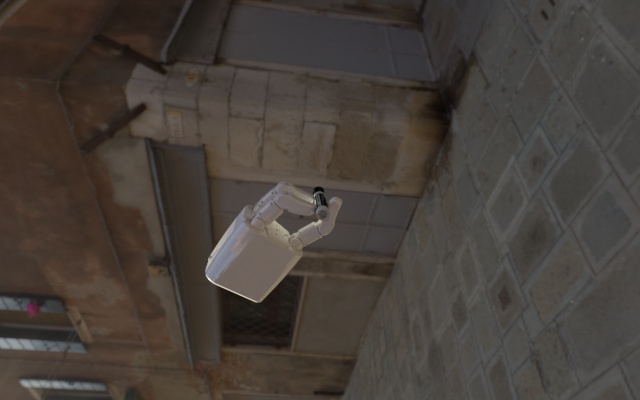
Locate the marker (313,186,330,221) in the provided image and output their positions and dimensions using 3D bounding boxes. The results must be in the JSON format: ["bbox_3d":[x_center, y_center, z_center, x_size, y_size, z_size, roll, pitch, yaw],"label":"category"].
[{"bbox_3d":[0.000,0.002,0.724,0.020,0.020,0.121,0,17,-4],"label":"marker"}]
